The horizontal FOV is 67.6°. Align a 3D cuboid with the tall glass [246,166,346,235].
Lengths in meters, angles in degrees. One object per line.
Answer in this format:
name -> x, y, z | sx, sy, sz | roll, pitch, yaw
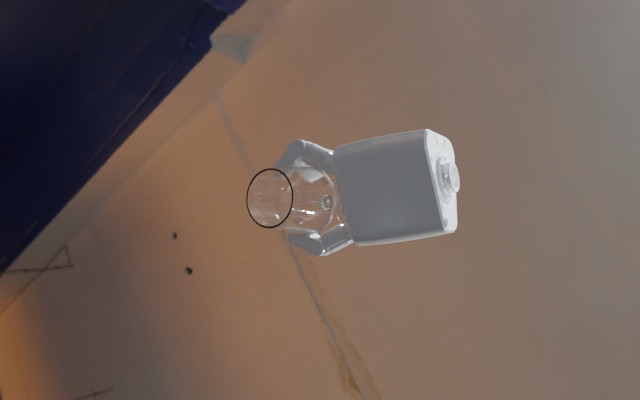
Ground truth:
tall glass -> 0.000, 0.002, 0.571 | 0.079, 0.079, 0.201 | 0, -2, 32
